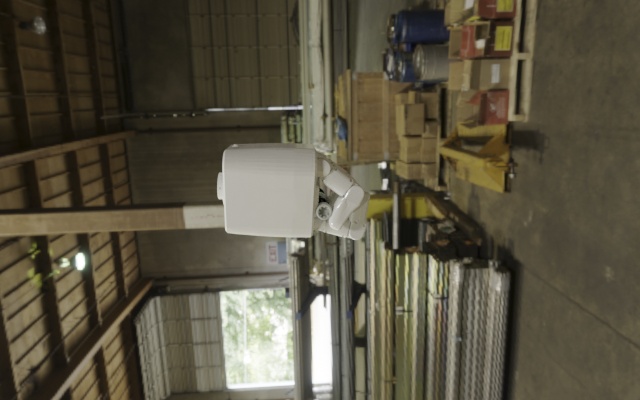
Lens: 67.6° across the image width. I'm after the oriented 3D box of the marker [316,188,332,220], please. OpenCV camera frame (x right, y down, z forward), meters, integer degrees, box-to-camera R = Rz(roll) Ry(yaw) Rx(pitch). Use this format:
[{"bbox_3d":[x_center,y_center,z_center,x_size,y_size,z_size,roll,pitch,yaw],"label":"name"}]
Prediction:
[{"bbox_3d":[0.000,0.002,0.612,0.020,0.020,0.121,0,11,-4],"label":"marker"}]
